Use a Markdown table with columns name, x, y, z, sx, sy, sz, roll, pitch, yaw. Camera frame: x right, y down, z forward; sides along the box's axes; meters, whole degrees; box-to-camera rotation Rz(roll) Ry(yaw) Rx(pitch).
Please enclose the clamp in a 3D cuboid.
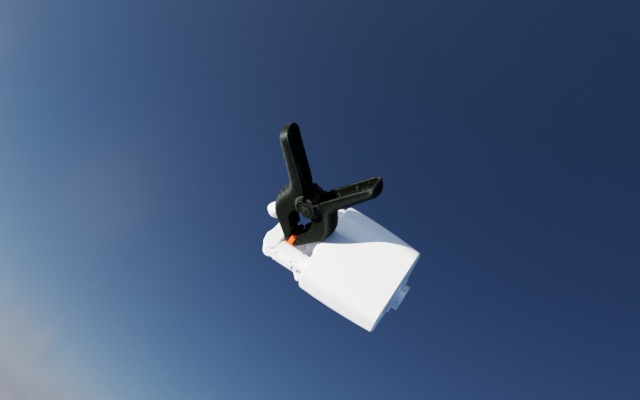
| name | x | y | z | sx | sy | sz | roll | pitch | yaw |
| --- | --- | --- | --- | --- | --- | --- | --- | --- | --- |
| clamp | 0.000 | 0.002 | 0.539 | 0.120 | 0.172 | 0.039 | 32 | 52 | 16 |
